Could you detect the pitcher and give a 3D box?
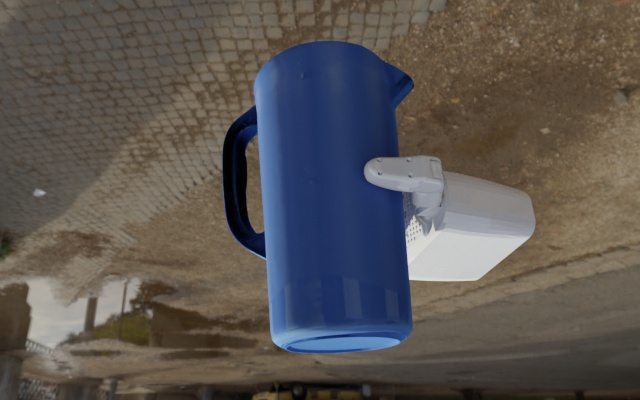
[{"bbox_3d":[0.000,0.001,0.412,0.145,0.242,0.149,8,-26,-24],"label":"pitcher"}]
